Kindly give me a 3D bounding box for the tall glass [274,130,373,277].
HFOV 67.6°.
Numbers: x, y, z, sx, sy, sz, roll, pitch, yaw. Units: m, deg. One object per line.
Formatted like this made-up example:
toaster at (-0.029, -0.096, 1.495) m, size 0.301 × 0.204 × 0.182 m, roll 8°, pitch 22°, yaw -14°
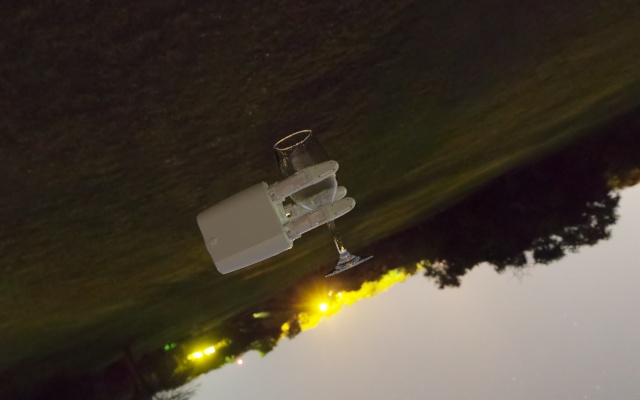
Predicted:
tall glass at (0.001, 0.003, 0.684) m, size 0.079 × 0.201 × 0.079 m, roll -23°, pitch -5°, yaw -2°
